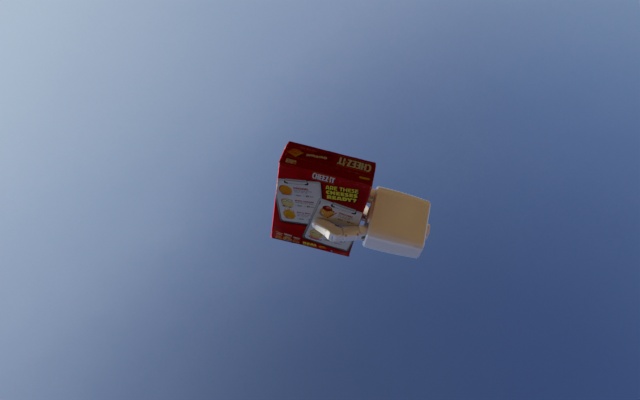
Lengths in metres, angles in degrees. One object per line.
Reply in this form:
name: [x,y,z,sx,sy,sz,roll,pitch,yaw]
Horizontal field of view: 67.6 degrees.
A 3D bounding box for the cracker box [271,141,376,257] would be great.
cracker box: [0.000,0.003,0.896,0.164,0.072,0.214,14,-42,2]
